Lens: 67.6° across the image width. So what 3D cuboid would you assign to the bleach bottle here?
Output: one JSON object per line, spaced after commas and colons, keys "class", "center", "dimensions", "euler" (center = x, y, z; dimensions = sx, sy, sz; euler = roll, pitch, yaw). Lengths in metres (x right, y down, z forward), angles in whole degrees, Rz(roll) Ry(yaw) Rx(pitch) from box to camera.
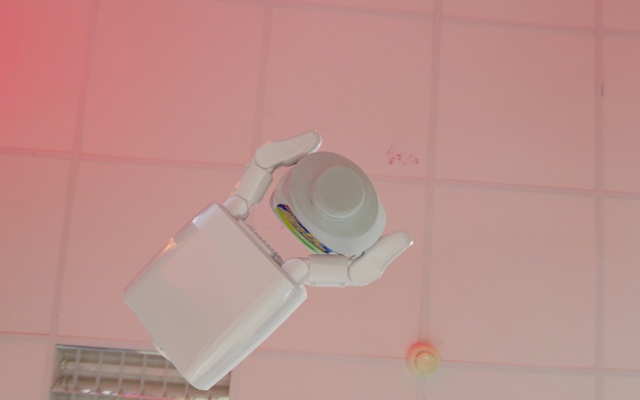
{"class": "bleach bottle", "center": [0.000, 0.001, 0.406], "dimensions": [0.068, 0.102, 0.251], "euler": [-43, -3, -6]}
